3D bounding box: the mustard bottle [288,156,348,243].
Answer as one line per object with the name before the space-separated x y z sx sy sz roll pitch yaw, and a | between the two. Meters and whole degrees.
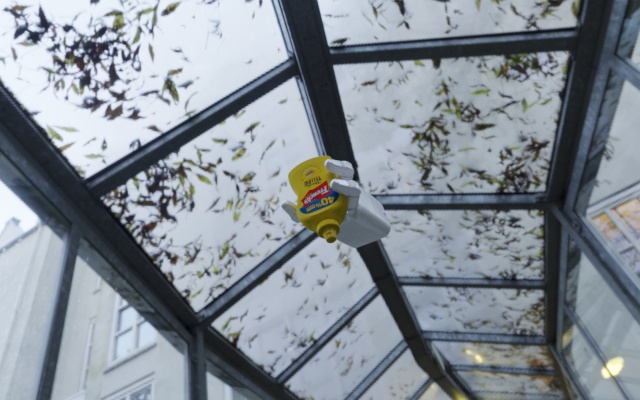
mustard bottle | 0.000 0.003 0.891 0.096 0.191 0.058 -21 -43 6
